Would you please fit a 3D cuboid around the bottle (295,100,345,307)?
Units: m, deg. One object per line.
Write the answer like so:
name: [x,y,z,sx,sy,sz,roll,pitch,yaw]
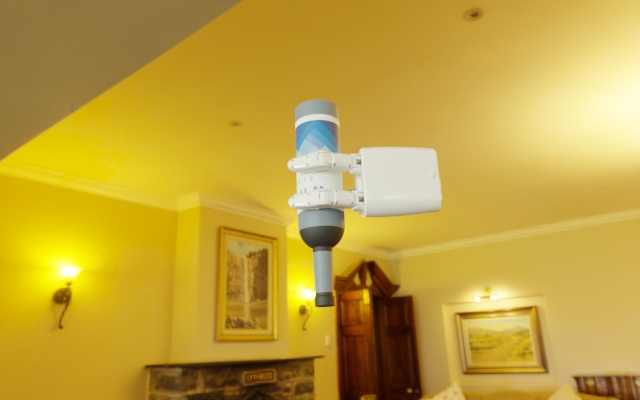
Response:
bottle: [0.000,0.002,0.686,0.069,0.295,0.069,-2,-17,-1]
